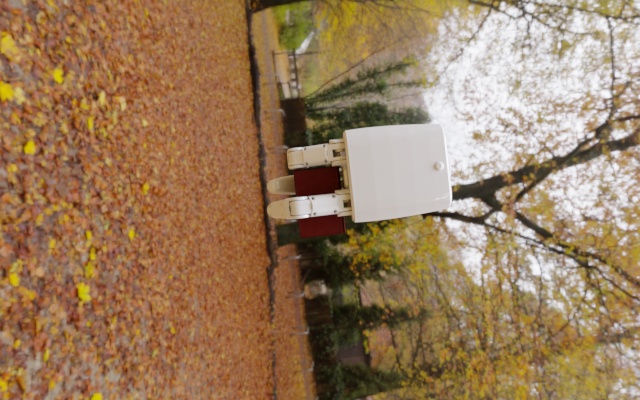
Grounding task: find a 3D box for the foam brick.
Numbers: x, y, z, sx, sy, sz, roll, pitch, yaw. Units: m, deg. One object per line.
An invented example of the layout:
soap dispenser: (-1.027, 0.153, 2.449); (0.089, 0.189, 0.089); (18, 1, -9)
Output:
foam brick: (0.000, 0.002, 0.545); (0.051, 0.078, 0.053); (-6, 1, 2)
